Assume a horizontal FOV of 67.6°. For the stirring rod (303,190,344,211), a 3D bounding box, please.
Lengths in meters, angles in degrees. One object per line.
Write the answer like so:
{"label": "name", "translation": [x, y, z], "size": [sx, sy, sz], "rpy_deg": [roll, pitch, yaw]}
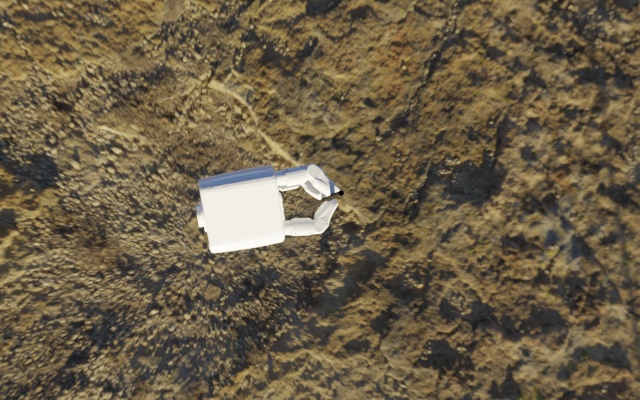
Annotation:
{"label": "stirring rod", "translation": [0.000, 0.003, 0.764], "size": [0.011, 0.011, 0.239], "rpy_deg": [0, -6, -14]}
